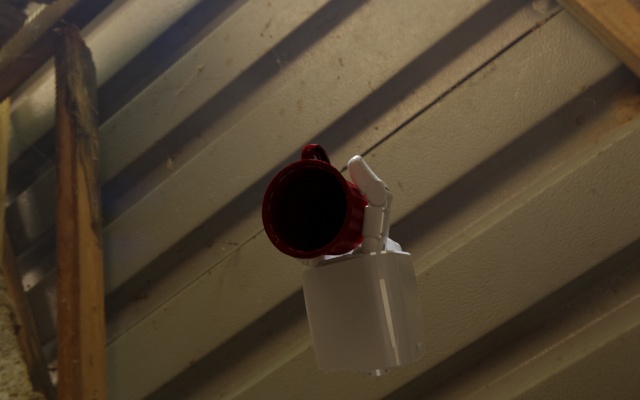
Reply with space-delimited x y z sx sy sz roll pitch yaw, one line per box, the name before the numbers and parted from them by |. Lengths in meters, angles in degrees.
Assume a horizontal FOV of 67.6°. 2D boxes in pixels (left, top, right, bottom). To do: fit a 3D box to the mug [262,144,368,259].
mug | 0.000 0.000 0.480 0.093 0.117 0.081 -13 -13 22
